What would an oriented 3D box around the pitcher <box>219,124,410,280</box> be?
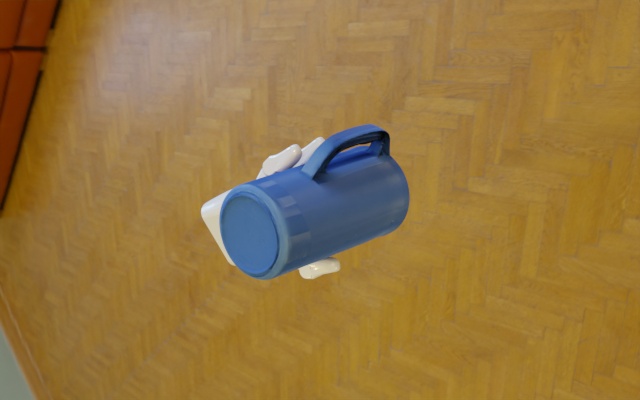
[{"bbox_3d":[0.000,0.002,0.595,0.145,0.149,0.243,-19,0,41],"label":"pitcher"}]
